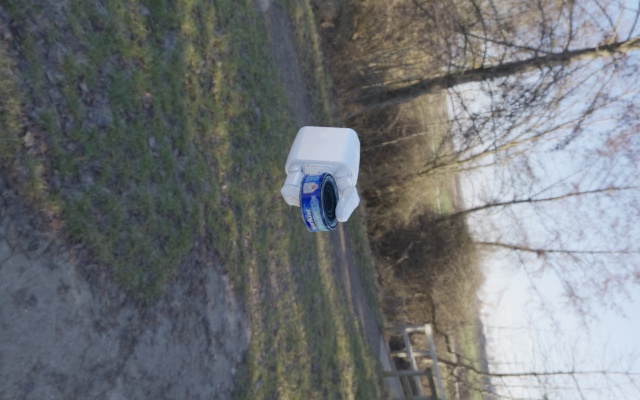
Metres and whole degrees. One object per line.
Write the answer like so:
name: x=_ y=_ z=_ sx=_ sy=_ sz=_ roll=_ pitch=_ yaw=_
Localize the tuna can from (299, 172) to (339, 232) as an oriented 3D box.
tuna can: x=0.001 y=0.002 z=0.695 sx=0.034 sy=0.086 sz=0.086 roll=-5 pitch=-2 yaw=19
